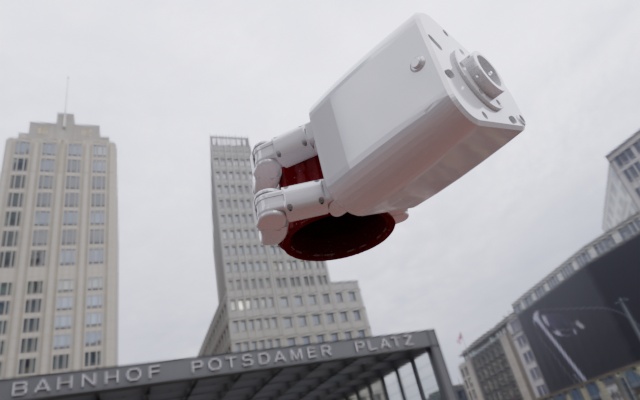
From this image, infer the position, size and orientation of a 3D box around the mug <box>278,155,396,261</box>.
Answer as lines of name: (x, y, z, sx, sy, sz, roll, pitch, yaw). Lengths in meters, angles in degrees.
mug: (-0.001, 0.002, 0.413, 0.093, 0.081, 0.117, 15, -39, -40)
